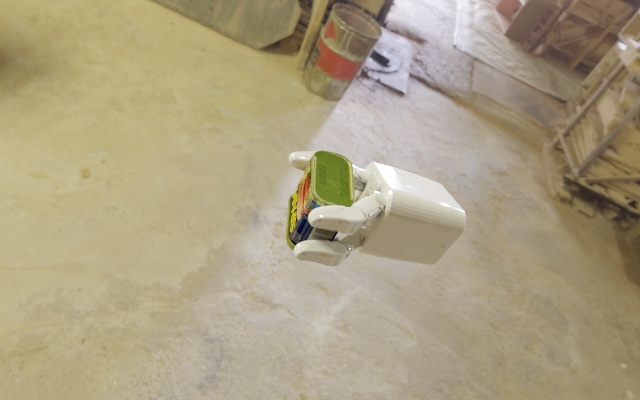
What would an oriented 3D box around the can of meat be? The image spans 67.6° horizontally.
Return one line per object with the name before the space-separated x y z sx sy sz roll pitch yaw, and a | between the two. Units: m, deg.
can of meat | 0.000 0.002 0.566 0.057 0.102 0.084 16 -49 -14
